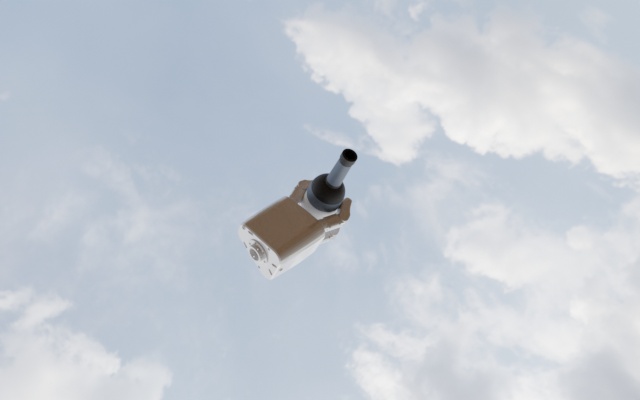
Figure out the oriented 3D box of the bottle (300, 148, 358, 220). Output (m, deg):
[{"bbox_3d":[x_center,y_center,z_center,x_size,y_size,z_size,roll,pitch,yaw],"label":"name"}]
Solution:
[{"bbox_3d":[0.000,0.003,0.893,0.069,0.069,0.296,0,-32,-23],"label":"bottle"}]
